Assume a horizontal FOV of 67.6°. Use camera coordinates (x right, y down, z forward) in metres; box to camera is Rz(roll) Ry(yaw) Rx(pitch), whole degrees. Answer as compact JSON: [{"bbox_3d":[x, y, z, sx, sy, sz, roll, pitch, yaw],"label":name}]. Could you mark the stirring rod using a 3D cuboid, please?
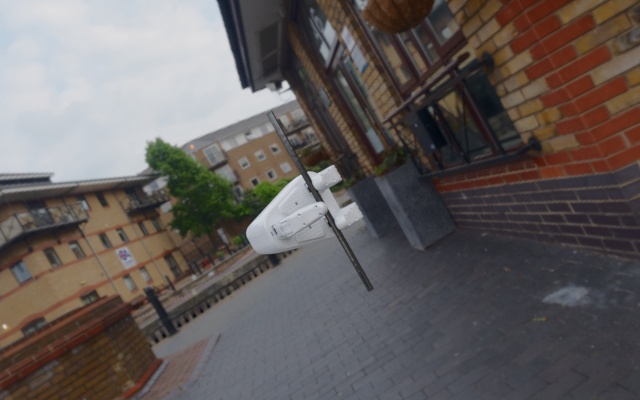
[{"bbox_3d":[0.000,0.002,0.562,0.011,0.239,0.011,-30,2,1],"label":"stirring rod"}]
